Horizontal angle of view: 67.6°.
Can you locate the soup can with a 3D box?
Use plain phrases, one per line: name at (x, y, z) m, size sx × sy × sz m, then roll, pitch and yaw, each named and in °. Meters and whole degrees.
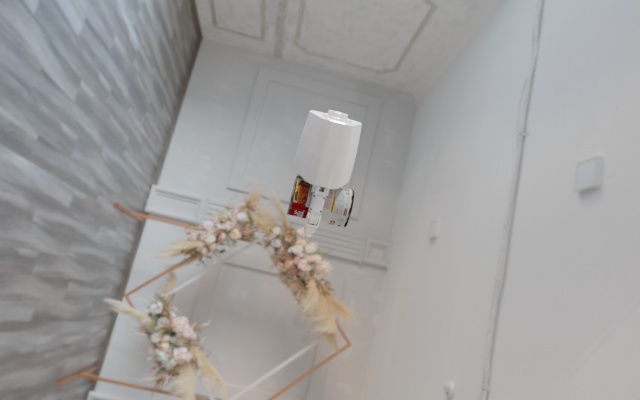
soup can at (0.000, 0.003, 0.811) m, size 0.102 × 0.068 × 0.068 m, roll 13°, pitch -1°, yaw -5°
